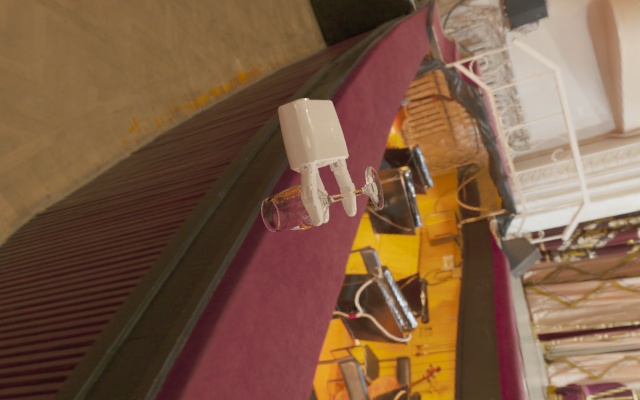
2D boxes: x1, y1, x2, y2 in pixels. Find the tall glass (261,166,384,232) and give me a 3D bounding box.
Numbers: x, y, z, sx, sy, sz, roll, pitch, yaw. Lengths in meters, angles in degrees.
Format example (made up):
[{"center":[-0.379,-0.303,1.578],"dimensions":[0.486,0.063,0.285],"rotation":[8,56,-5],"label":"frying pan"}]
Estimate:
[{"center":[0.001,0.003,0.812],"dimensions":[0.201,0.079,0.079],"rotation":[-15,-6,22],"label":"tall glass"}]
